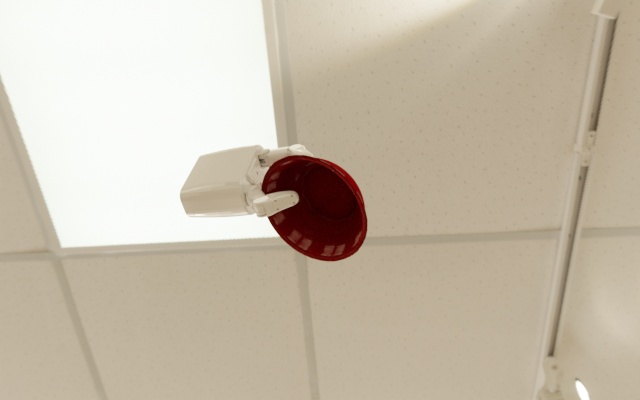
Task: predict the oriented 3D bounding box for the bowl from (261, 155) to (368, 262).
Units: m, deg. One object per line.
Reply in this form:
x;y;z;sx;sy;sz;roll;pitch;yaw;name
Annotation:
0.001;0.002;0.654;0.162;0.162;0.055;0;28;33;bowl
